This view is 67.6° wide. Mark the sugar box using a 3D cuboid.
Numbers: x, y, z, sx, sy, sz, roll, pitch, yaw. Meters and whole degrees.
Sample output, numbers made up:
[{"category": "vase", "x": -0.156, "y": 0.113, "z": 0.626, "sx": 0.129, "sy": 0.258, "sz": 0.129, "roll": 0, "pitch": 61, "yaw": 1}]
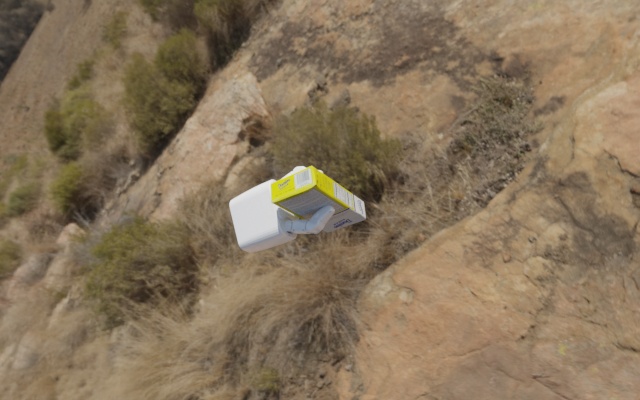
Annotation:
[{"category": "sugar box", "x": 0.000, "y": 0.002, "z": 0.871, "sx": 0.093, "sy": 0.048, "sz": 0.176, "roll": -21, "pitch": -29, "yaw": 27}]
